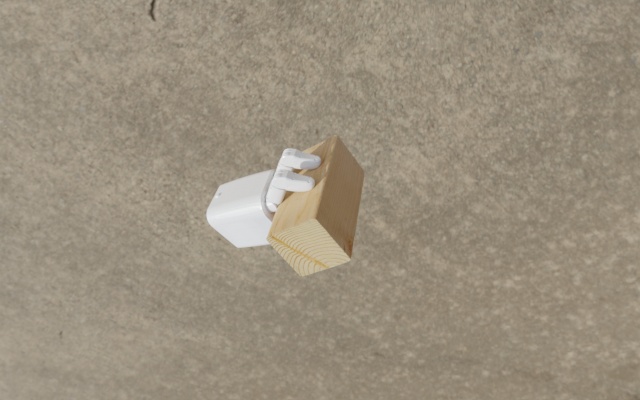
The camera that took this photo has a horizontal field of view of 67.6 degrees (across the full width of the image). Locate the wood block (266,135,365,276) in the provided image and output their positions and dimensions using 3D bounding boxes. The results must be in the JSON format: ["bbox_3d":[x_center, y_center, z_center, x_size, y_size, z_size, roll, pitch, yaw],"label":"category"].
[{"bbox_3d":[0.000,0.003,0.738,0.090,0.091,0.206,-23,32,28],"label":"wood block"}]
